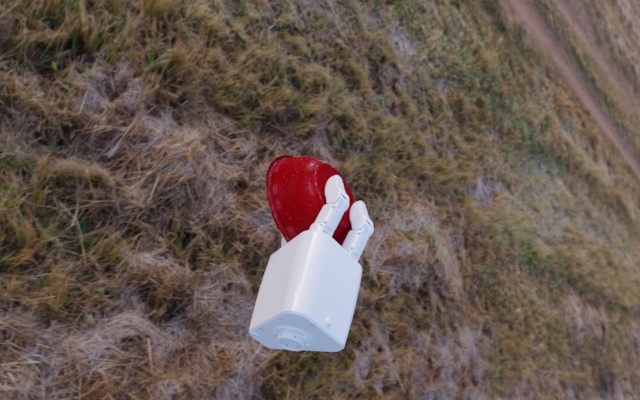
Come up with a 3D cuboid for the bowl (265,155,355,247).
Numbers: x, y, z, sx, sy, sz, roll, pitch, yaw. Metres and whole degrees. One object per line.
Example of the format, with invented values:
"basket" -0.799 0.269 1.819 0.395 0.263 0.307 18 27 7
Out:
"bowl" 0.000 0.001 0.641 0.055 0.162 0.162 -26 -13 28
